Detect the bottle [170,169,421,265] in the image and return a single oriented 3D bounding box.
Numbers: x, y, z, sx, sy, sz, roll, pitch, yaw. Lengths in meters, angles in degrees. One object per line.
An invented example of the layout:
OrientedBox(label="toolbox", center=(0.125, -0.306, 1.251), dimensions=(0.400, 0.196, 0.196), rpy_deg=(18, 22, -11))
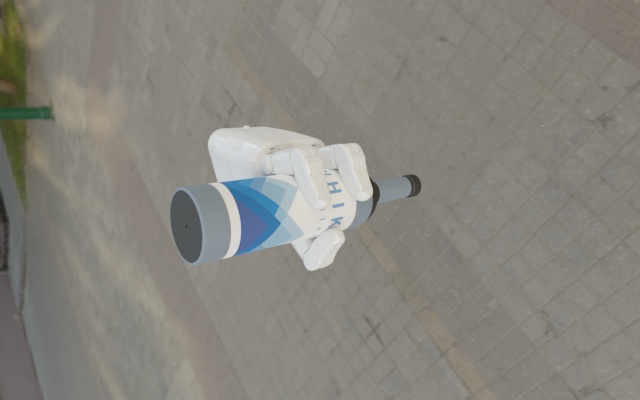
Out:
OrientedBox(label="bottle", center=(0.000, 0.002, 0.490), dimensions=(0.295, 0.069, 0.069), rpy_deg=(-10, 6, -39))
